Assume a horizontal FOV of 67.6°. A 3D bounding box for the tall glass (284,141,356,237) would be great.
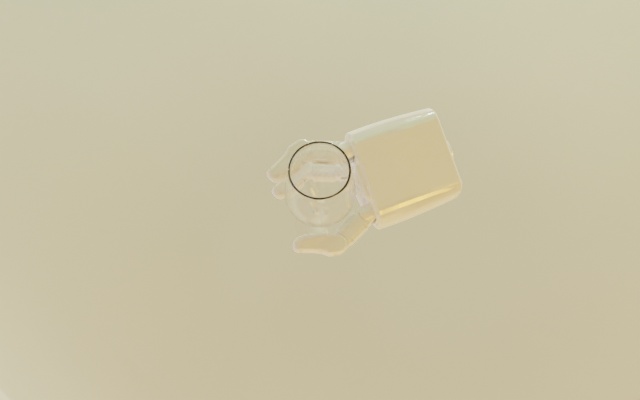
[{"bbox_3d":[0.000,0.002,0.556,0.079,0.079,0.201,0,-18,1],"label":"tall glass"}]
